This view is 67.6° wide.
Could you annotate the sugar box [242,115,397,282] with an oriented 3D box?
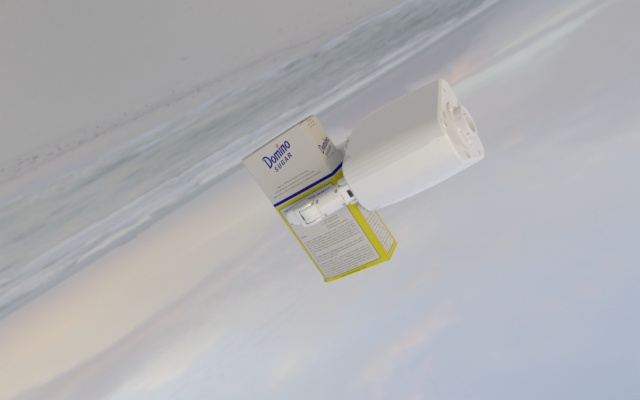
[{"bbox_3d":[0.000,0.002,0.538,0.093,0.176,0.048,-27,10,32],"label":"sugar box"}]
